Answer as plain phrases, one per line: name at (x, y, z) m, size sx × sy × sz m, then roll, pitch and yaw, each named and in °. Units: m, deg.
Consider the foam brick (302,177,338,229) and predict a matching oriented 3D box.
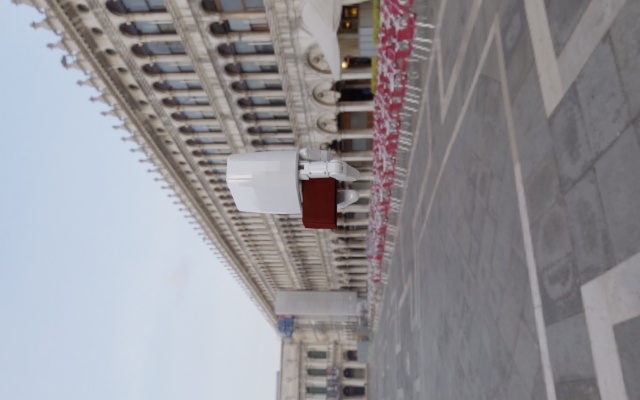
foam brick at (0.000, 0.003, 0.728) m, size 0.051 × 0.078 × 0.053 m, roll 0°, pitch -14°, yaw 3°
